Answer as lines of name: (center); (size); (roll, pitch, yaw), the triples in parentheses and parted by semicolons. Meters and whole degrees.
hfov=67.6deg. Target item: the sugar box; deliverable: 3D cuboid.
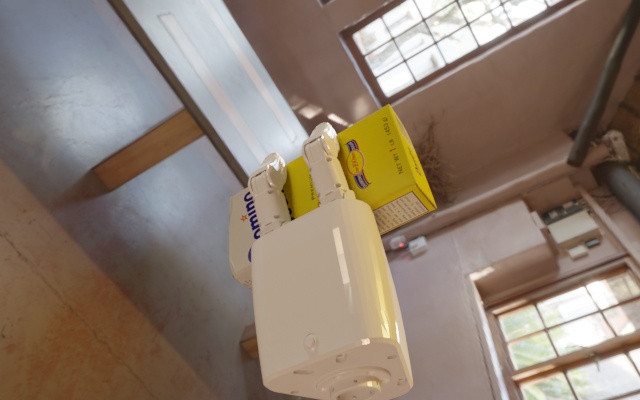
sugar box: (0.000, 0.001, 0.407); (0.176, 0.093, 0.048); (-27, -43, 19)
